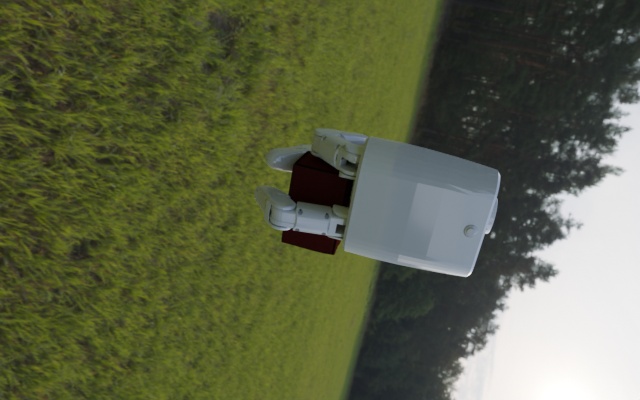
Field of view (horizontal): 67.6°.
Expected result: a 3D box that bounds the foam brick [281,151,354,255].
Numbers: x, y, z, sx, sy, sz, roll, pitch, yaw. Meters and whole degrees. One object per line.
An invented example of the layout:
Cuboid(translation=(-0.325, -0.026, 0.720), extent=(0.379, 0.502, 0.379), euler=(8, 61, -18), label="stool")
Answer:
Cuboid(translation=(0.000, 0.002, 0.436), extent=(0.051, 0.078, 0.053), euler=(14, 22, 8), label="foam brick")
